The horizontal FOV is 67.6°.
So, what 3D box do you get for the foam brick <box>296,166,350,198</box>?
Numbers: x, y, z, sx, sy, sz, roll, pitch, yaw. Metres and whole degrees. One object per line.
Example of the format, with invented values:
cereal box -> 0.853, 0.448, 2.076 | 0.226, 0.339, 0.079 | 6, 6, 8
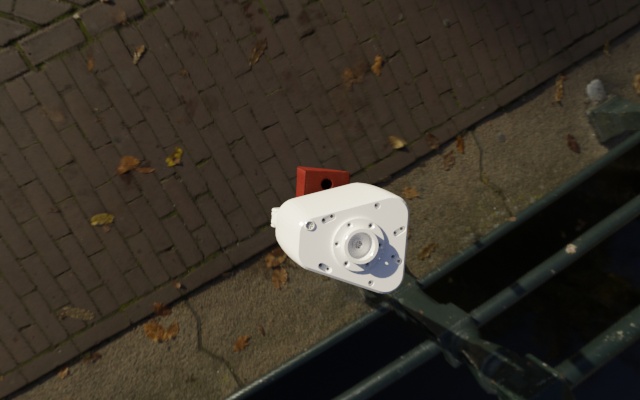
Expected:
foam brick -> 0.000, 0.001, 0.550 | 0.053, 0.078, 0.051 | 2, 5, -14
